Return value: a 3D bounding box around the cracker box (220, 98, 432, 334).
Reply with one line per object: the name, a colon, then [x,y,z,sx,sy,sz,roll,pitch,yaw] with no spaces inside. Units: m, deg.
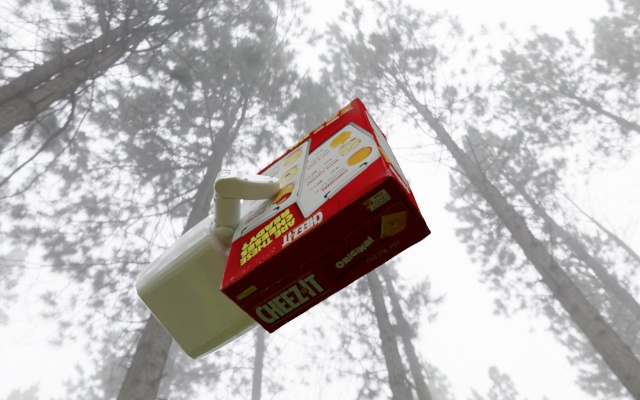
cracker box: [0.000,0.001,0.461,0.164,0.072,0.213,-35,23,14]
